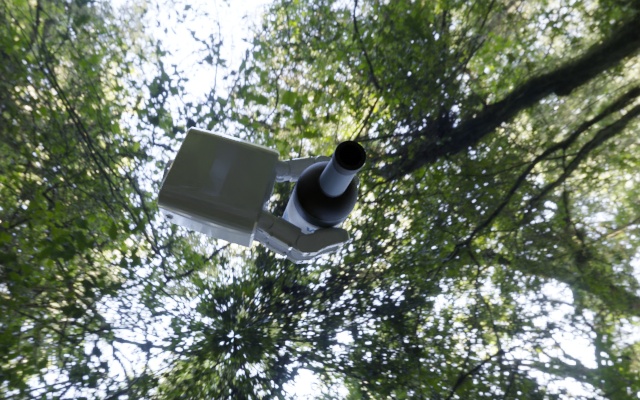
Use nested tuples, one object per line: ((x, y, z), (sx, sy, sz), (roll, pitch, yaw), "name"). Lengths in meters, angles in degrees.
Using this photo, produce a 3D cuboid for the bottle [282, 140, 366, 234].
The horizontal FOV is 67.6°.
((0.000, 0.002, 0.538), (0.069, 0.069, 0.296), (0, -16, -10), "bottle")
